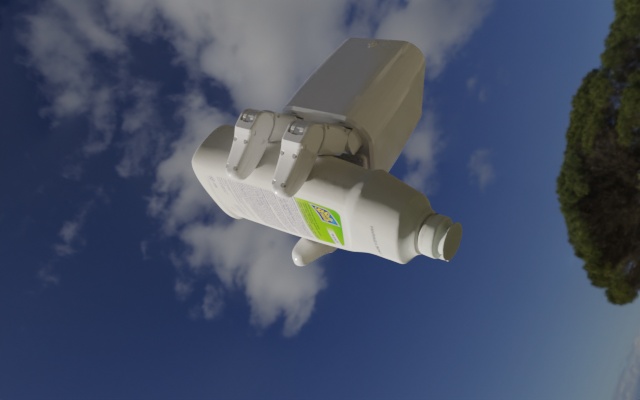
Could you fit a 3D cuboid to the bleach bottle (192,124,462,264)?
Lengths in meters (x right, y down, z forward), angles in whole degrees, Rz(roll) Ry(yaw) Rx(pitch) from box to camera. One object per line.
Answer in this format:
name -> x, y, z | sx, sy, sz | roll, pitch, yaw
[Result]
bleach bottle -> 0.000, 0.001, 0.410 | 0.251, 0.068, 0.103 | 19, -26, 37
